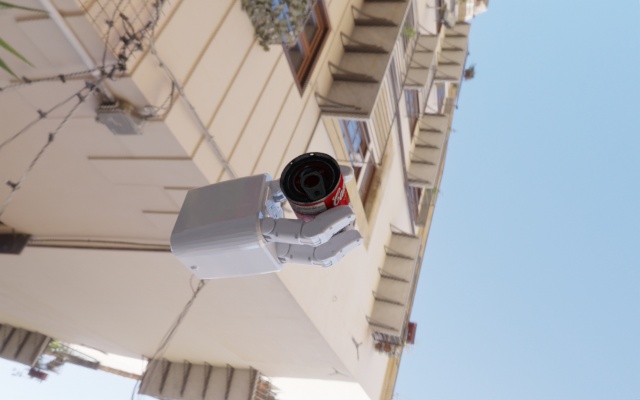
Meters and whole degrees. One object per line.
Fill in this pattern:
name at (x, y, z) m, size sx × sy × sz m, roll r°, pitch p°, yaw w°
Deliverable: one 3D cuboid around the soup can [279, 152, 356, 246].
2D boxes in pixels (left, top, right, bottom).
soup can at (0.001, 0.002, 0.551) m, size 0.068 × 0.068 × 0.102 m, roll 0°, pitch -33°, yaw 16°
